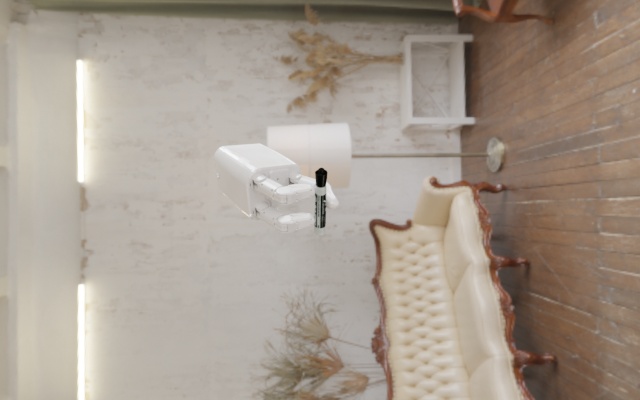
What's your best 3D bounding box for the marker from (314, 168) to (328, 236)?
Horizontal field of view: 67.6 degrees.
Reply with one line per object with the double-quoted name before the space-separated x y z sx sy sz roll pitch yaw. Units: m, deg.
"marker" 0.000 0.002 0.739 0.020 0.121 0.020 1 36 -1
